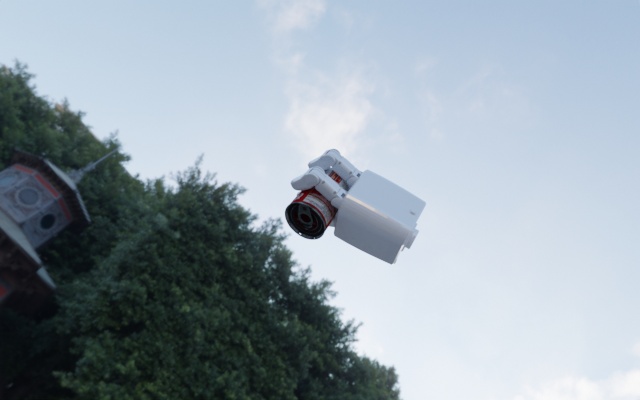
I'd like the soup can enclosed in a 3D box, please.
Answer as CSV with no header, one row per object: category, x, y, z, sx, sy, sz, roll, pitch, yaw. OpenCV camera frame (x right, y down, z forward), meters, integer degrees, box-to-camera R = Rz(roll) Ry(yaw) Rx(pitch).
soup can,0.000,0.002,0.732,0.068,0.068,0.102,0,35,35
